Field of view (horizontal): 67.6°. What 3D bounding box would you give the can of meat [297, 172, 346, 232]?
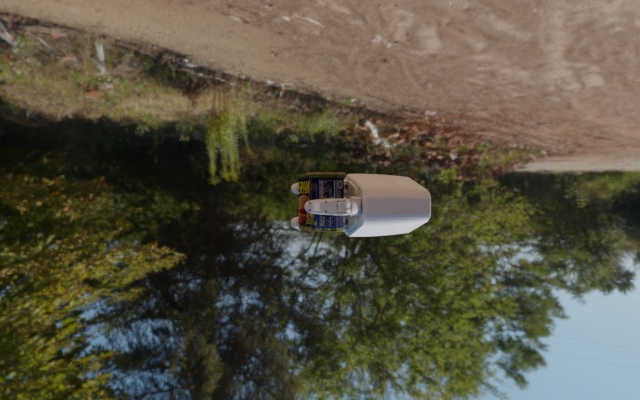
[{"bbox_3d":[0.000,0.003,0.710,0.057,0.084,0.102,0,0,-16],"label":"can of meat"}]
